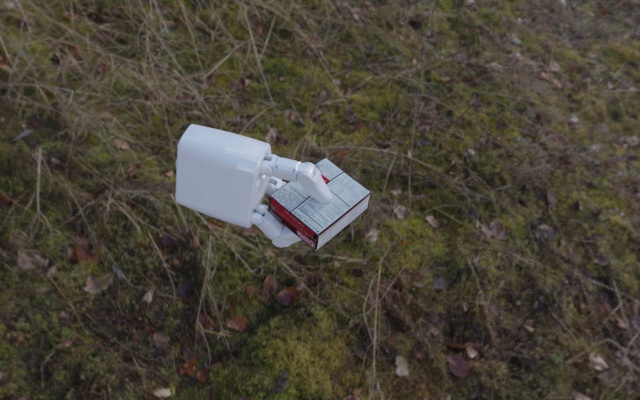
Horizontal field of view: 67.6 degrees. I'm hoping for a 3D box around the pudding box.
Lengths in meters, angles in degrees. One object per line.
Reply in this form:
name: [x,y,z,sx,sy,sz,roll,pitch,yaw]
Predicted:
pudding box: [0.000,0.002,0.637,0.090,0.039,0.113,39,57,21]
